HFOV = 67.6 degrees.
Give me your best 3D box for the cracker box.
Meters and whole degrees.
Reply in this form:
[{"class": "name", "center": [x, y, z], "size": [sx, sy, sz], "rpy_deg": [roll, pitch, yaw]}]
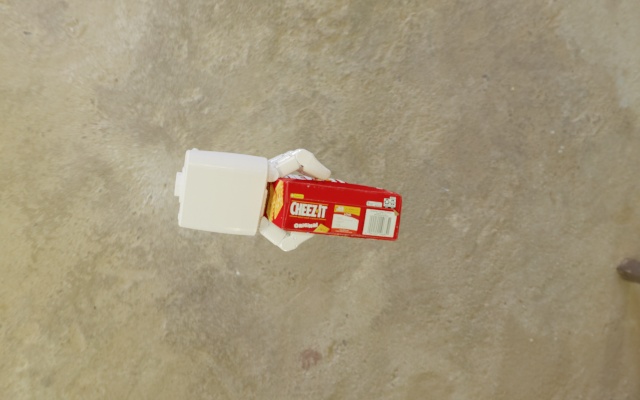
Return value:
[{"class": "cracker box", "center": [0.000, 0.003, 0.711], "size": [0.164, 0.072, 0.213], "rpy_deg": [6, 5, -18]}]
